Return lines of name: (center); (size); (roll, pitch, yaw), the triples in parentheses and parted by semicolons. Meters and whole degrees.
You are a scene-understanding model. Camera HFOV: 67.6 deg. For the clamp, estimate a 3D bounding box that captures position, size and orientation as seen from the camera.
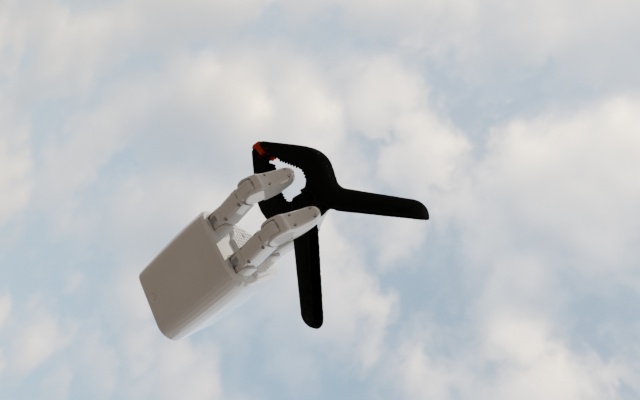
clamp: (0.000, 0.002, 0.502); (0.164, 0.210, 0.036); (-40, -27, 12)
